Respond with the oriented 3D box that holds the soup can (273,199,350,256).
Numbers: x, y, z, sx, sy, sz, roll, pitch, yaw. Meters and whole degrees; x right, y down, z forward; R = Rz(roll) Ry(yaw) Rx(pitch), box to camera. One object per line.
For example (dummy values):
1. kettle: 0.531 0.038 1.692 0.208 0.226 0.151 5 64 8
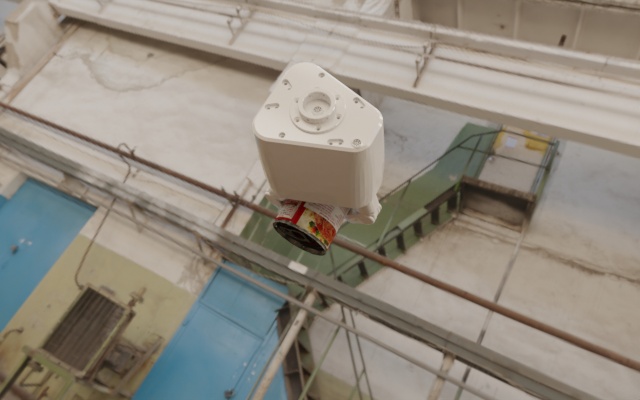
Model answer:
1. soup can: 0.000 0.002 0.544 0.068 0.102 0.068 26 -21 11
